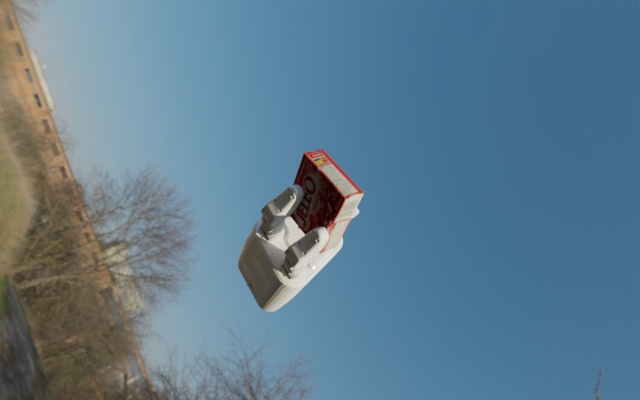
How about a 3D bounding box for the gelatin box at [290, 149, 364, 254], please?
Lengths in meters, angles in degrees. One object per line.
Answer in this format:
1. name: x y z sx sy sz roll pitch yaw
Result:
1. gelatin box: 0.001 0.001 0.517 0.030 0.089 0.073 -18 55 -37
